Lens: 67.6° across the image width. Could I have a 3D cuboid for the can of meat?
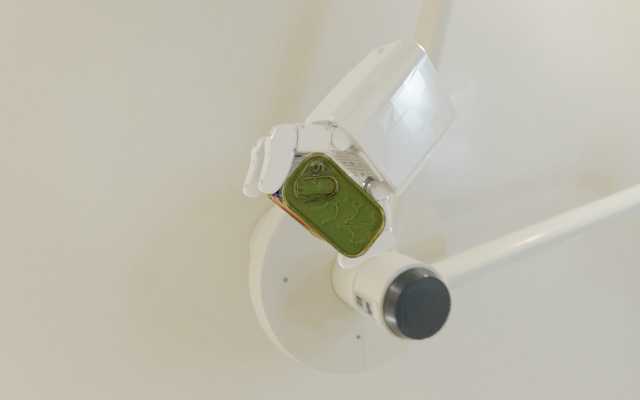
[{"bbox_3d":[0.000,0.002,0.458,0.102,0.057,0.084,42,-9,-19],"label":"can of meat"}]
